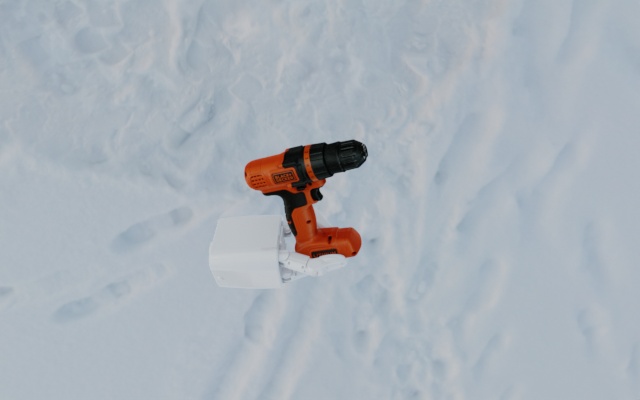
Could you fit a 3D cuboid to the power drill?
[{"bbox_3d":[0.000,0.003,0.710,0.184,0.188,0.057,-9,31,21],"label":"power drill"}]
